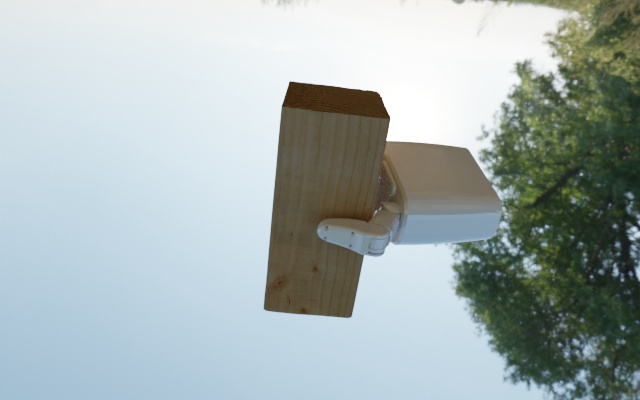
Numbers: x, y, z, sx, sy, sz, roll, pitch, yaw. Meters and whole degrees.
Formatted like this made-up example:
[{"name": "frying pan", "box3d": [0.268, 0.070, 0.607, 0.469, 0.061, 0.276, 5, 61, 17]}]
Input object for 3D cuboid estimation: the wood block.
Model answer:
[{"name": "wood block", "box3d": [0.000, 0.002, 0.461, 0.090, 0.206, 0.090, 6, 26, -3]}]
